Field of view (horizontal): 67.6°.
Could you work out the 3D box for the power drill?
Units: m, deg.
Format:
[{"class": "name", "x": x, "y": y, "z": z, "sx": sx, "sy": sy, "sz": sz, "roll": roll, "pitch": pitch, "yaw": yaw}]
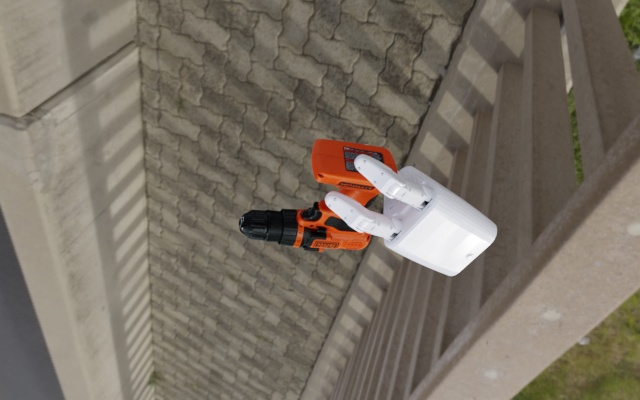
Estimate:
[{"class": "power drill", "x": 0.000, "y": 0.002, "z": 0.605, "sx": 0.184, "sy": 0.057, "sz": 0.188, "roll": 4, "pitch": -33, "yaw": -18}]
